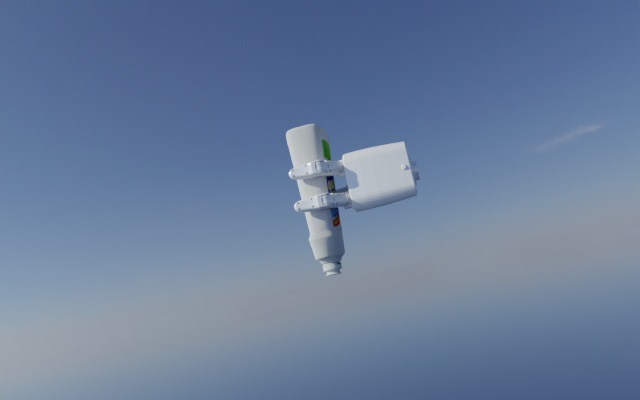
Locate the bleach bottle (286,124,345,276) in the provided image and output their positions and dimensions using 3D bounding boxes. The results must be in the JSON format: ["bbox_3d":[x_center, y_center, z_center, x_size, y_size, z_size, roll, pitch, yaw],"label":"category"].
[{"bbox_3d":[0.000,0.003,0.817,0.068,0.250,0.102,-14,-11,12],"label":"bleach bottle"}]
